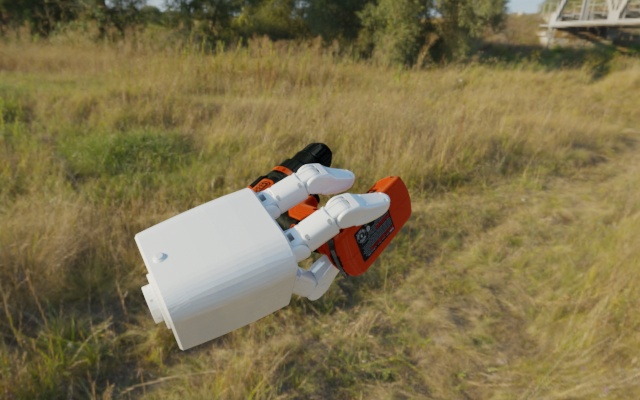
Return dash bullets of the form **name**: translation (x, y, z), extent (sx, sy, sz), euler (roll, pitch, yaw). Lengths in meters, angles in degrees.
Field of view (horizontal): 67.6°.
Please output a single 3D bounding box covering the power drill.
- **power drill**: translation (0.000, 0.002, 0.515), extent (0.187, 0.057, 0.184), euler (10, 47, 44)
